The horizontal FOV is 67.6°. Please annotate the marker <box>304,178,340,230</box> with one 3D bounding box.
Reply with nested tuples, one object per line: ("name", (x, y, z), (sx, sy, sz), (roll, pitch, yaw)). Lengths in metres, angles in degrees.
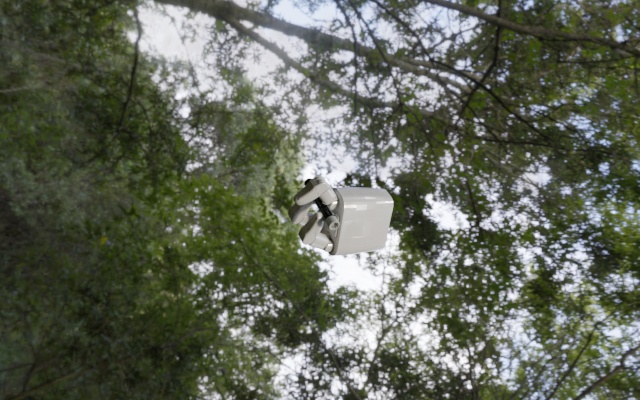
("marker", (0.000, 0.003, 0.794), (0.020, 0.020, 0.121), (0, 39, -28))
